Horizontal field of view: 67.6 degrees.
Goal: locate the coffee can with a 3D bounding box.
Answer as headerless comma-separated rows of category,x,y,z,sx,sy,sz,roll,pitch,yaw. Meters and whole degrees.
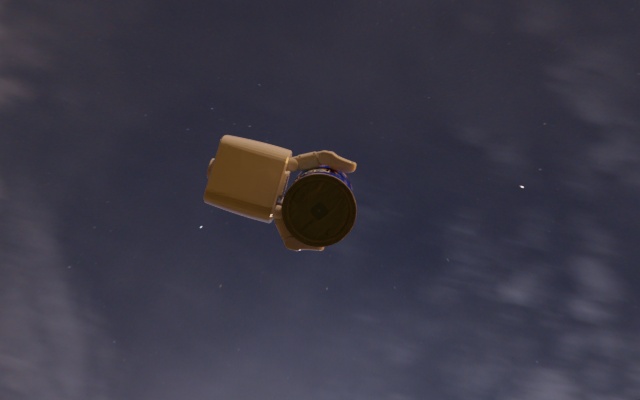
coffee can,0.000,0.002,0.717,0.103,0.103,0.140,0,10,2
